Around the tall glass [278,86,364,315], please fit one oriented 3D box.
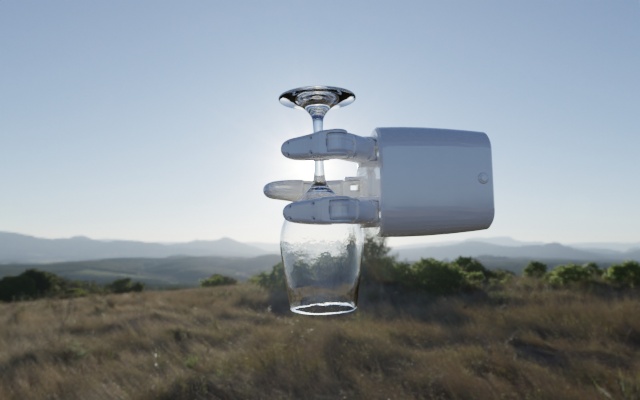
[{"bbox_3d":[0.000,0.001,0.448,0.079,0.201,0.079,-1,-4,0],"label":"tall glass"}]
